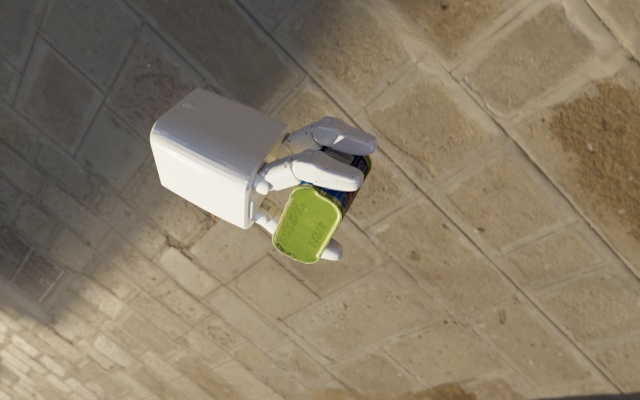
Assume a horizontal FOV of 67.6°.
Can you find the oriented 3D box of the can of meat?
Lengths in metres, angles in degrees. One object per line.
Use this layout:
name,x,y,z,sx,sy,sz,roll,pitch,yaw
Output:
can of meat,0.000,0.002,0.468,0.057,0.102,0.084,28,43,2
